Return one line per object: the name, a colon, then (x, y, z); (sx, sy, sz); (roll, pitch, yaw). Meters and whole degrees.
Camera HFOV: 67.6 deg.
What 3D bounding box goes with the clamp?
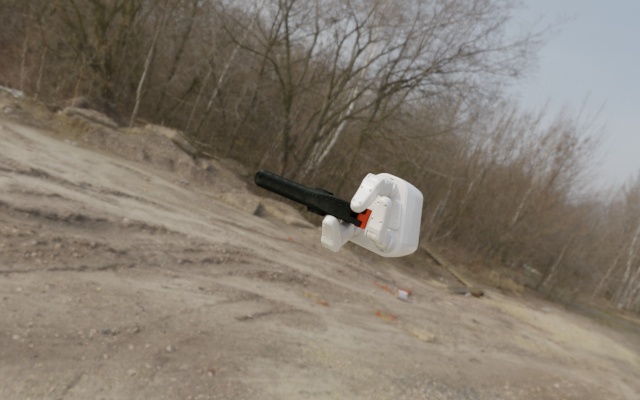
clamp: (0.000, 0.002, 0.678); (0.171, 0.039, 0.120); (24, 5, 26)
